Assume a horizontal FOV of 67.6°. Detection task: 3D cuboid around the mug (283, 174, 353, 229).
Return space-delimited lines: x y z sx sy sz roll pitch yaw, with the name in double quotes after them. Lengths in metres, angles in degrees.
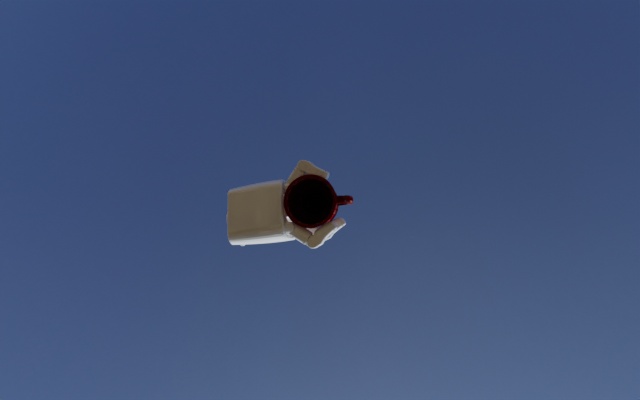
0.002 0.003 0.852 0.117 0.093 0.081 -7 -6 9 "mug"
